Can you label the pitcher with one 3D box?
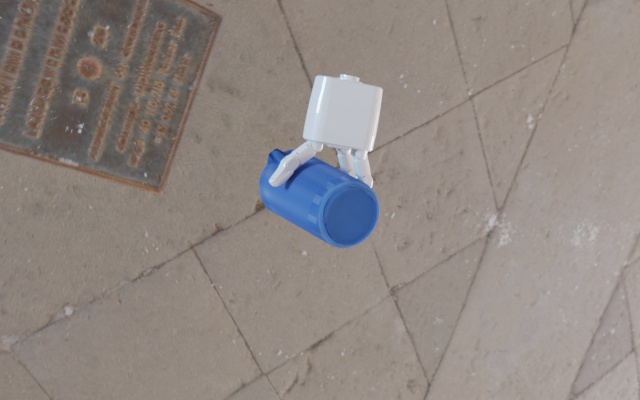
[{"bbox_3d":[0.000,0.002,0.822,0.149,0.145,0.242,8,10,-28],"label":"pitcher"}]
